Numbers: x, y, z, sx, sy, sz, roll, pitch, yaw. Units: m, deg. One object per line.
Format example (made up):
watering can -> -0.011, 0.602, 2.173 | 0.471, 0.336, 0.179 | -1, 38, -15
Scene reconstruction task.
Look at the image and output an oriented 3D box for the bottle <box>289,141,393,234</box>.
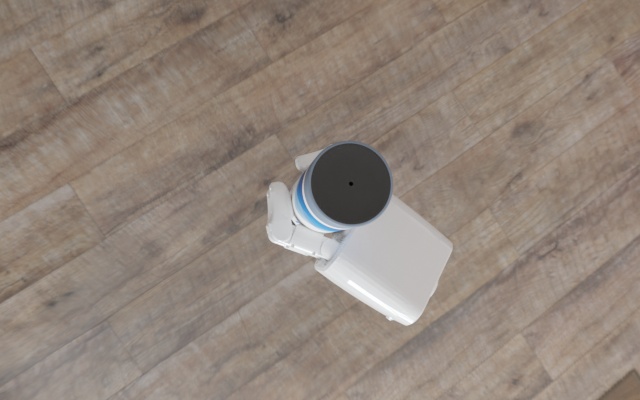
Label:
bottle -> 0.000, 0.002, 0.504 | 0.069, 0.069, 0.296 | 0, -6, -9
